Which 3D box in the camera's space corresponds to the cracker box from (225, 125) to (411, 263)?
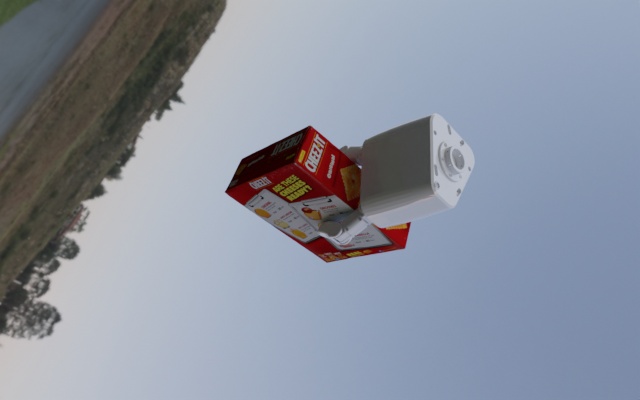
[{"bbox_3d":[0.000,0.002,0.680,0.214,0.072,0.164,38,-35,-29],"label":"cracker box"}]
